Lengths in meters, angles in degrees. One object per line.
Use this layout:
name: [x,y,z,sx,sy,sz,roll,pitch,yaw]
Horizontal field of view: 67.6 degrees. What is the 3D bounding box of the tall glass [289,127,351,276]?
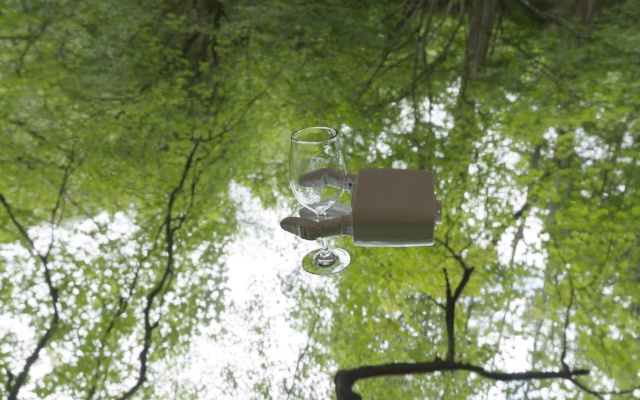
tall glass: [0.000,0.003,0.666,0.079,0.201,0.079,-5,27,2]
